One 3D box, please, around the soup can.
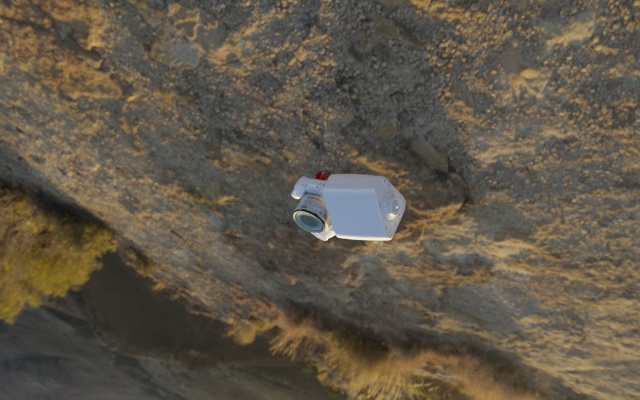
[{"bbox_3d":[0.000,0.003,0.893,0.068,0.102,0.069,21,-33,14],"label":"soup can"}]
